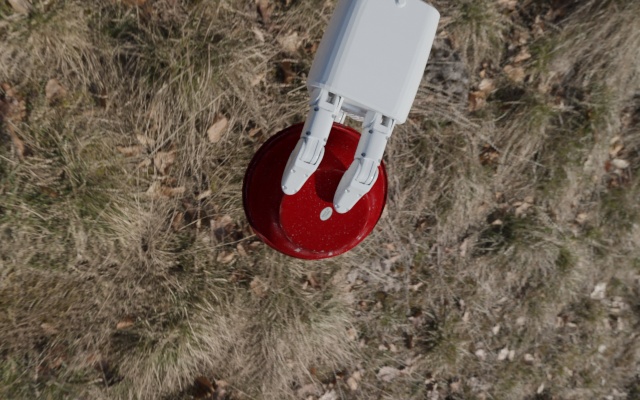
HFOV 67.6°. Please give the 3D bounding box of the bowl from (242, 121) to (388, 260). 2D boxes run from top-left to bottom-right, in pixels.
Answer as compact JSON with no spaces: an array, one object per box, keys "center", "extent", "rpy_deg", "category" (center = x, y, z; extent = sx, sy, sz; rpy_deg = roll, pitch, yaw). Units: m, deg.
[{"center":[0.000,0.003,0.497],"extent":[0.162,0.162,0.055],"rpy_deg":[0,22,-10],"category":"bowl"}]
